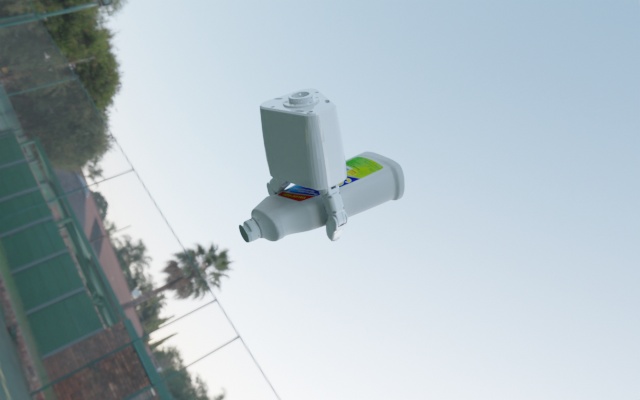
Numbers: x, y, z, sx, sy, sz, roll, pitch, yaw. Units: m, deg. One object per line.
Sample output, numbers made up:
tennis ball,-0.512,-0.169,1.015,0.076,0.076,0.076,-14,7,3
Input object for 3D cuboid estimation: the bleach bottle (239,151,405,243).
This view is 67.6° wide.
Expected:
bleach bottle,0.000,0.002,0.710,0.251,0.068,0.102,-25,34,-27
